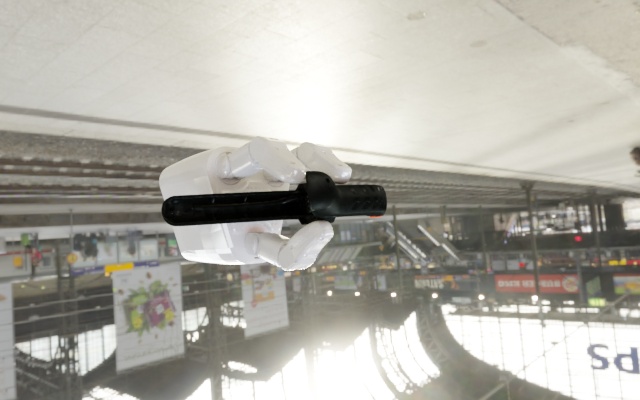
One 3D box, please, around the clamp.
[{"bbox_3d":[0.000,0.002,0.402,0.210,0.036,0.164,0,-5,-45],"label":"clamp"}]
